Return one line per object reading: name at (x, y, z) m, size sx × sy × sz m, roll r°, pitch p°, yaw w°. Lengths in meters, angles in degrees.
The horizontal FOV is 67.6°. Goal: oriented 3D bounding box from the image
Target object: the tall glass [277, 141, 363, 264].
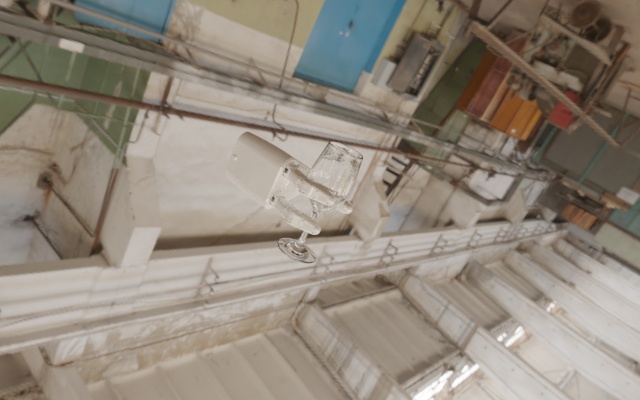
tall glass at (0.000, 0.003, 0.799) m, size 0.079 × 0.201 × 0.079 m, roll 24°, pitch 18°, yaw -8°
